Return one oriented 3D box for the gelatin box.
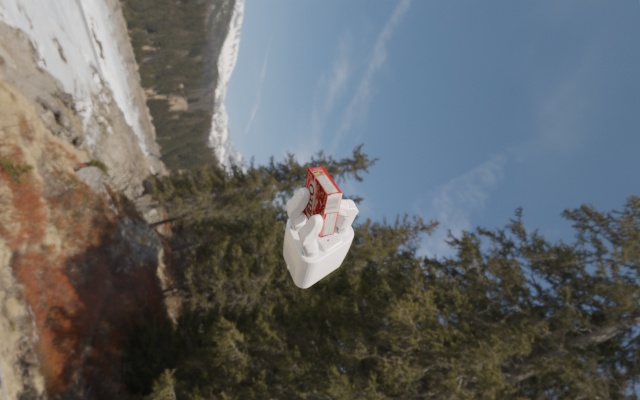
[{"bbox_3d":[0.001,0.002,0.759,0.030,0.089,0.073,-10,43,-24],"label":"gelatin box"}]
